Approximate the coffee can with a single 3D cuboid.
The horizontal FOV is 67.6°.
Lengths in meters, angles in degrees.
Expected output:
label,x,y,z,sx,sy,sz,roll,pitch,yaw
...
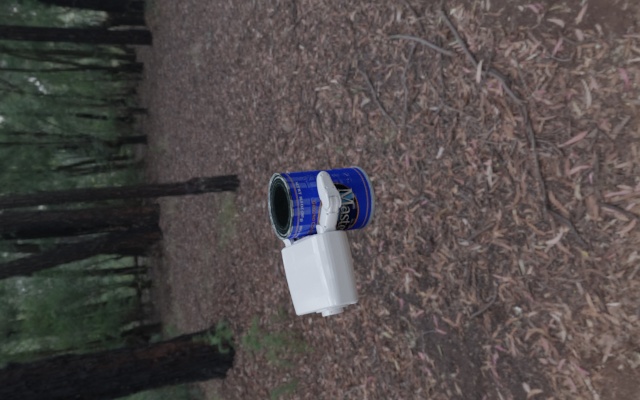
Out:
label,x,y,z,sx,sy,sz,roll,pitch,yaw
coffee can,0.000,0.002,0.752,0.140,0.103,0.103,-6,2,-25
